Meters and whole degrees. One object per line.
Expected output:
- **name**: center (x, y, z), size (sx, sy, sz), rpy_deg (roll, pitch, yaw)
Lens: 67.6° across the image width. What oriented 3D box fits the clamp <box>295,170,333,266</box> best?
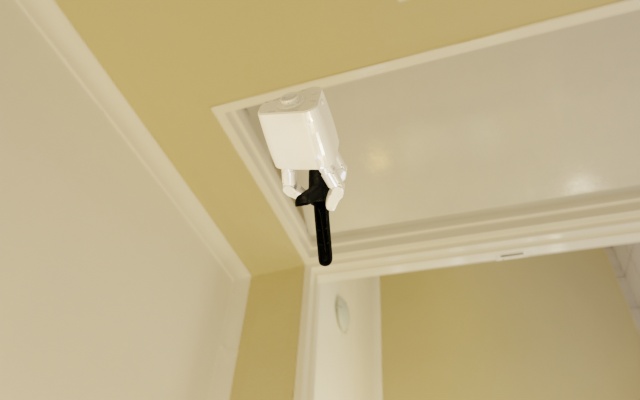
- **clamp**: center (-0.001, 0.002, 0.868), size (0.036, 0.165, 0.209), rpy_deg (-7, 36, 13)
